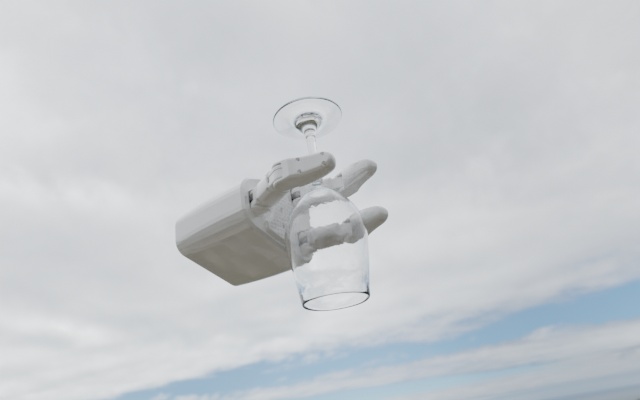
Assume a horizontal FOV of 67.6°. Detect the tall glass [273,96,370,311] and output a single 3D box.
[{"bbox_3d":[0.000,0.001,0.466,0.079,0.201,0.079,-8,-26,-4],"label":"tall glass"}]
